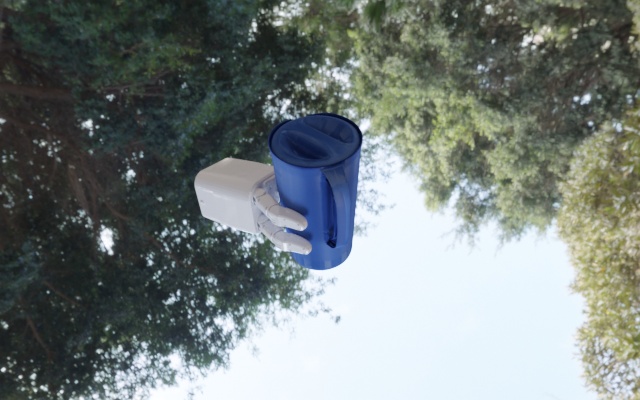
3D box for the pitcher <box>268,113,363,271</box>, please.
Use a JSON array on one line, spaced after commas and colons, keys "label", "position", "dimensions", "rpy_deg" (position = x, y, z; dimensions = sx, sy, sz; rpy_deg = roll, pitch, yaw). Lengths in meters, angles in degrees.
[{"label": "pitcher", "position": [0.000, 0.002, 0.738], "dimensions": [0.145, 0.243, 0.149], "rpy_deg": [15, 45, 19]}]
